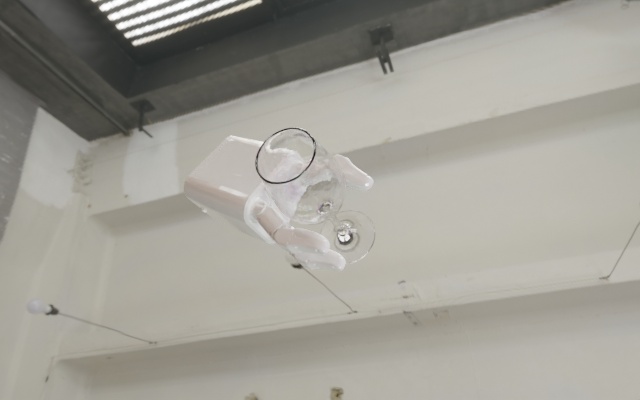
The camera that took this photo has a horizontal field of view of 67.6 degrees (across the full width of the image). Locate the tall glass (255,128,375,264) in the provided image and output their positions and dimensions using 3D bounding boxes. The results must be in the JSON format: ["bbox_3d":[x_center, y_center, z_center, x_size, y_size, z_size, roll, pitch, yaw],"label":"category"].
[{"bbox_3d":[0.000,0.002,0.527,0.079,0.079,0.201,0,-26,22],"label":"tall glass"}]
